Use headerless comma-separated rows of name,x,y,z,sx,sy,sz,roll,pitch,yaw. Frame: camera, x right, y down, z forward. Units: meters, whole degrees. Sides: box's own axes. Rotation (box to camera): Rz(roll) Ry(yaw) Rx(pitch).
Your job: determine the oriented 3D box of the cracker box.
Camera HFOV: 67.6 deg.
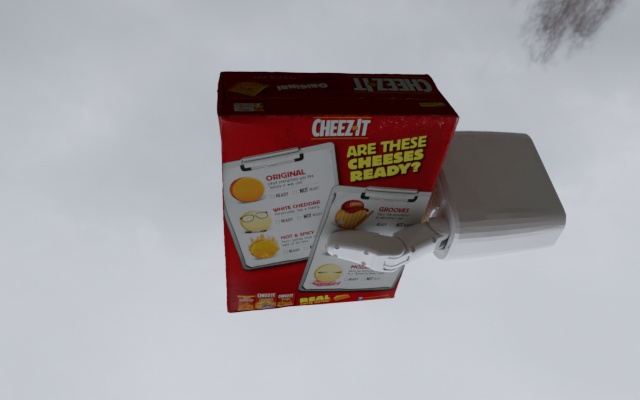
cracker box,0.000,0.002,0.403,0.164,0.214,0.072,-2,43,-11
